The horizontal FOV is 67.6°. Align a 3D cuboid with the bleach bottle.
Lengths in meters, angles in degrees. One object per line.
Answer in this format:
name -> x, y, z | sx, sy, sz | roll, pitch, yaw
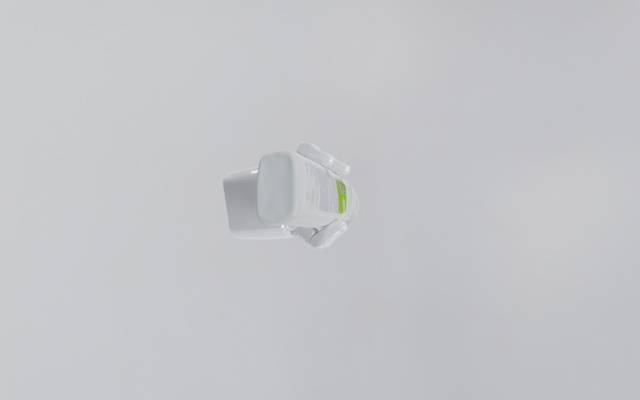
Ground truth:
bleach bottle -> 0.000, 0.002, 0.722 | 0.068, 0.102, 0.251 | -6, -13, 27
